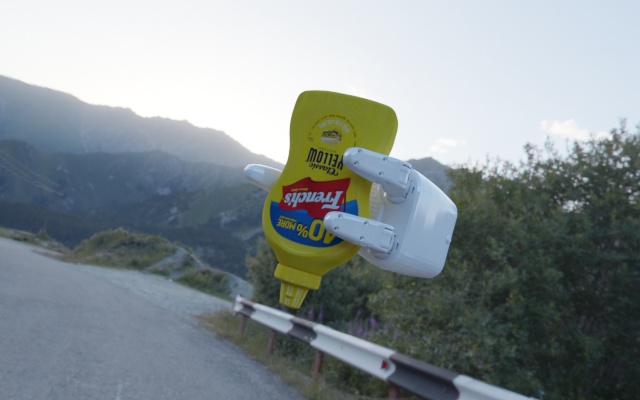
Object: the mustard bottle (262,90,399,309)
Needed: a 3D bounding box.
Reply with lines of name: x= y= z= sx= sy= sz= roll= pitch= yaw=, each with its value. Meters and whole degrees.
mustard bottle: x=0.000 y=0.001 z=0.428 sx=0.096 sy=0.191 sz=0.058 roll=15 pitch=-6 yaw=15
